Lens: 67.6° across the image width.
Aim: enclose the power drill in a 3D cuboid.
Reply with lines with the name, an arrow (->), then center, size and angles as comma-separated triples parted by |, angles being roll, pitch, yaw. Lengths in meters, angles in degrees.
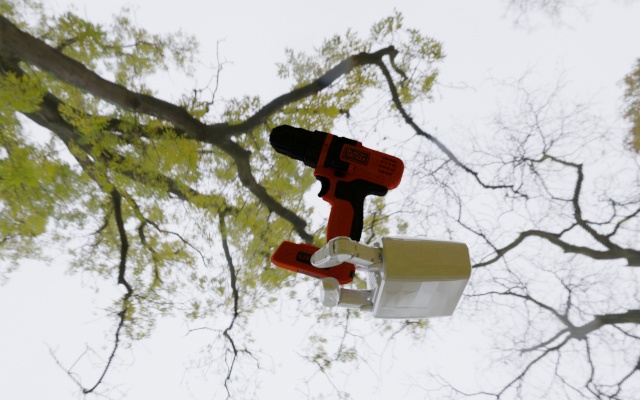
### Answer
power drill -> 0.000, 0.003, 0.614 | 0.184, 0.187, 0.057 | 17, -13, 4
